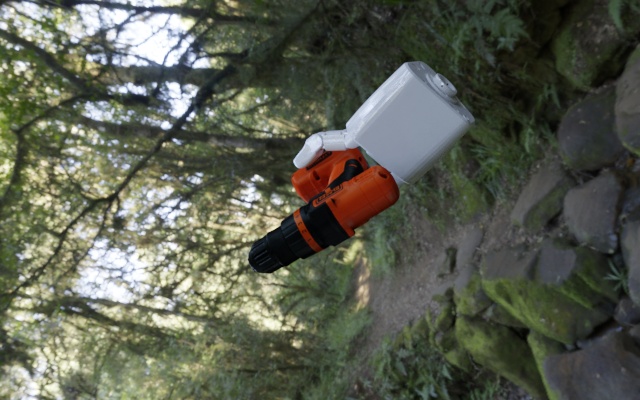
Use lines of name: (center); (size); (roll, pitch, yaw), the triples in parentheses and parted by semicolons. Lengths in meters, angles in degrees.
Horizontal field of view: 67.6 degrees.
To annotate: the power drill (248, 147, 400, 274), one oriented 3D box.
power drill: (0.000, 0.002, 0.580); (0.184, 0.057, 0.187); (-30, 20, 10)
